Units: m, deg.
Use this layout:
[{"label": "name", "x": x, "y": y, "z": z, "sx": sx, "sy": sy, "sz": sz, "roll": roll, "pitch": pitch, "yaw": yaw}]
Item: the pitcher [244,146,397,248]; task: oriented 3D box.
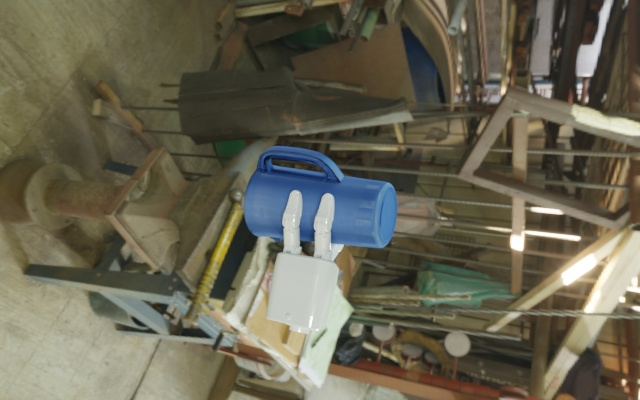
[{"label": "pitcher", "x": 0.000, "y": 0.003, "z": 0.811, "sx": 0.243, "sy": 0.145, "sz": 0.149, "roll": 6, "pitch": -16, "yaw": 25}]
